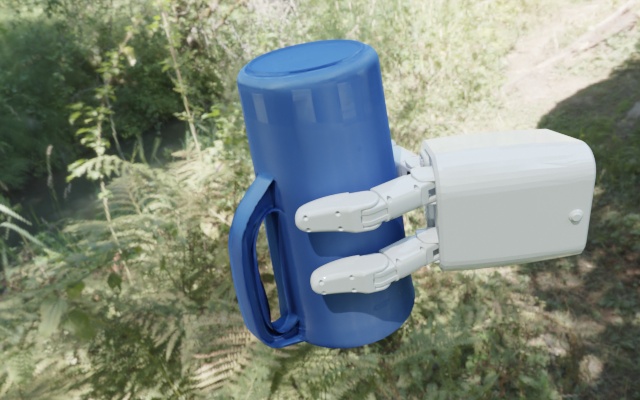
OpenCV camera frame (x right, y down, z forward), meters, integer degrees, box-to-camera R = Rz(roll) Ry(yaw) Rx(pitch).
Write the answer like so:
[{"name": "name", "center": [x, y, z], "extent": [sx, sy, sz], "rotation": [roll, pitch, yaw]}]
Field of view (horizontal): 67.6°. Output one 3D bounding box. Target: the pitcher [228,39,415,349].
[{"name": "pitcher", "center": [0.000, 0.001, 0.405], "extent": [0.145, 0.243, 0.149], "rotation": [-6, 29, 8]}]
